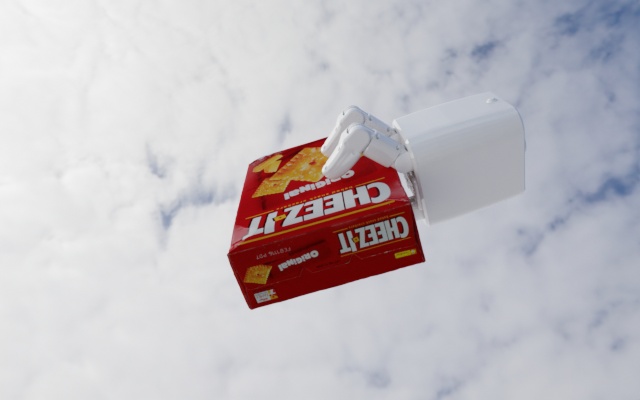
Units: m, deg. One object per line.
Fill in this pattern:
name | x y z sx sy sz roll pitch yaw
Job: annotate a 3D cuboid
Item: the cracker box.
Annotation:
cracker box | 0.000 0.002 0.498 0.164 0.072 0.213 -17 25 5
